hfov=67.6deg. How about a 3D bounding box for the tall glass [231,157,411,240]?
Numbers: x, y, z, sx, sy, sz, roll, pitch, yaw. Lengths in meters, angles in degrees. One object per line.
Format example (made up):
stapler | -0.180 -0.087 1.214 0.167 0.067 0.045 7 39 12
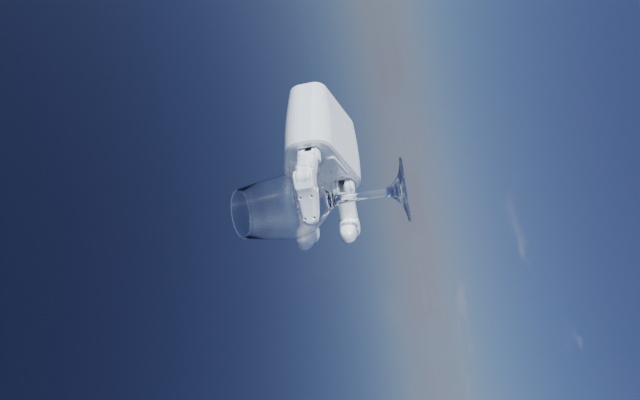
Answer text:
tall glass | 0.001 0.002 0.559 0.201 0.079 0.079 -9 -2 10
